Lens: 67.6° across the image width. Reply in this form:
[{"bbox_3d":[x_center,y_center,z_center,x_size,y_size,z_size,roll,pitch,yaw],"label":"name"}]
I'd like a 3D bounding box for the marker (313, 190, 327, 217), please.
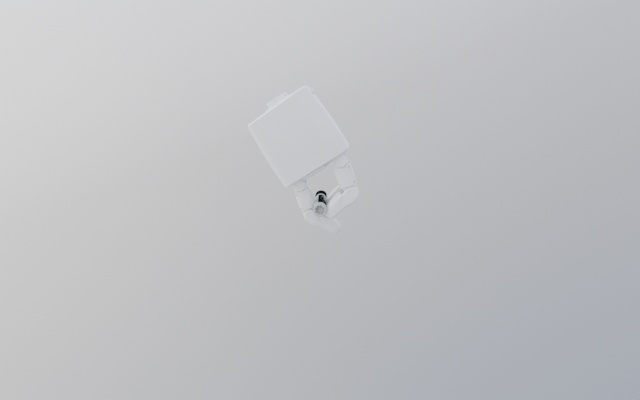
[{"bbox_3d":[0.000,0.002,0.728,0.020,0.020,0.121,0,11,1],"label":"marker"}]
